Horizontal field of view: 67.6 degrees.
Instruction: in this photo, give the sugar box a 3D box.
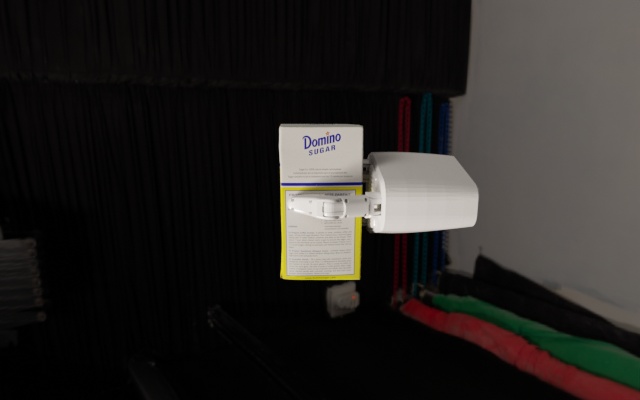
[{"bbox_3d":[0.000,0.002,0.546,0.093,0.176,0.048,0,10,-3],"label":"sugar box"}]
